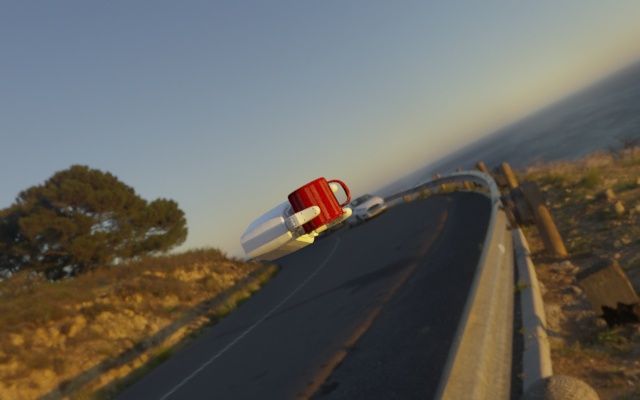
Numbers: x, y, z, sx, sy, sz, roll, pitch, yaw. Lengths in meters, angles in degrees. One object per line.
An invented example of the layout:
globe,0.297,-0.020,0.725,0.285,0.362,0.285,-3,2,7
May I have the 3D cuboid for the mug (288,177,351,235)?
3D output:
mug,0.001,0.002,0.896,0.117,0.081,0.093,-29,-2,17
